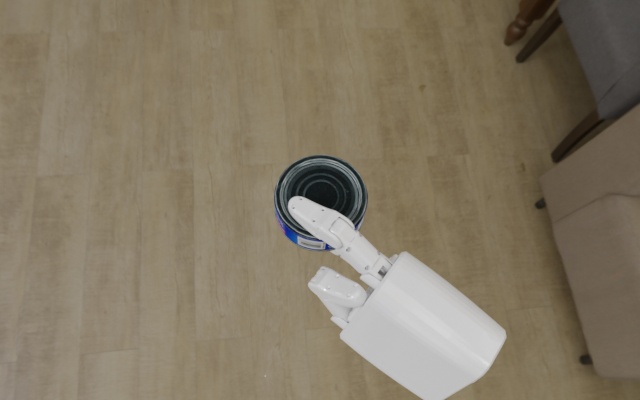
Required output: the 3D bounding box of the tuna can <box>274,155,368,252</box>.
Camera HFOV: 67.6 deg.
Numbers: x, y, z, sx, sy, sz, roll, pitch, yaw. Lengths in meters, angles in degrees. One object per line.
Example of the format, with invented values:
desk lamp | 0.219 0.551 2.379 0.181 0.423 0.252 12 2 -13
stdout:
tuna can | 0.000 0.001 0.439 0.086 0.086 0.034 0 -23 -2
